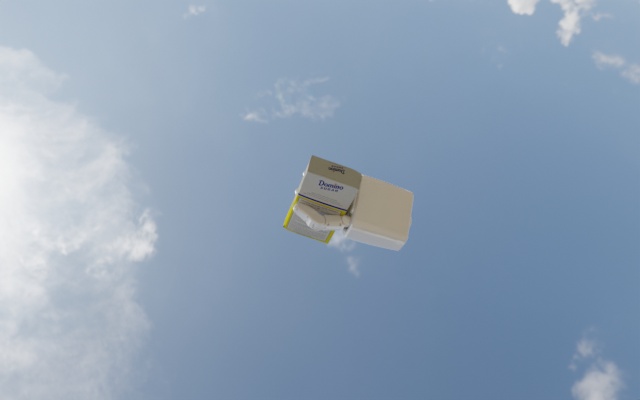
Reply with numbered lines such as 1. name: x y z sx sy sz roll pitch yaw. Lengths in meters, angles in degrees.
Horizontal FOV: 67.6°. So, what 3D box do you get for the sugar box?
1. sugar box: 0.000 0.002 0.845 0.093 0.048 0.176 19 -42 -6
